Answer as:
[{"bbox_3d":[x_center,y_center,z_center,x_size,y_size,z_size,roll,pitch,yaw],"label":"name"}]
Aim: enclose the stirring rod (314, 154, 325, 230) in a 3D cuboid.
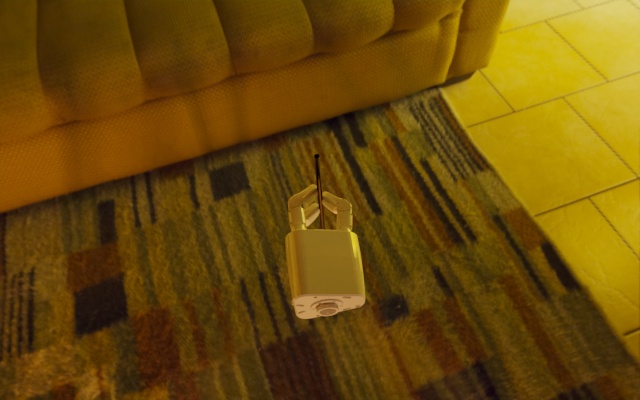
[{"bbox_3d":[0.000,0.003,0.791,0.011,0.011,0.240,0,-34,3],"label":"stirring rod"}]
